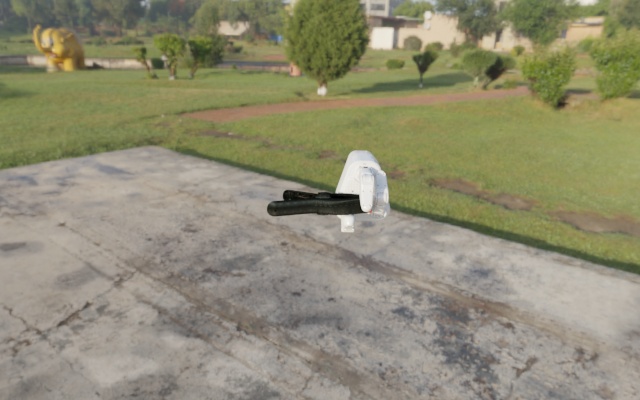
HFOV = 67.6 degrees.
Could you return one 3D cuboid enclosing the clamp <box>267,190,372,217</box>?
[{"bbox_3d":[0.000,0.002,0.814,0.171,0.039,0.120,2,18,0],"label":"clamp"}]
